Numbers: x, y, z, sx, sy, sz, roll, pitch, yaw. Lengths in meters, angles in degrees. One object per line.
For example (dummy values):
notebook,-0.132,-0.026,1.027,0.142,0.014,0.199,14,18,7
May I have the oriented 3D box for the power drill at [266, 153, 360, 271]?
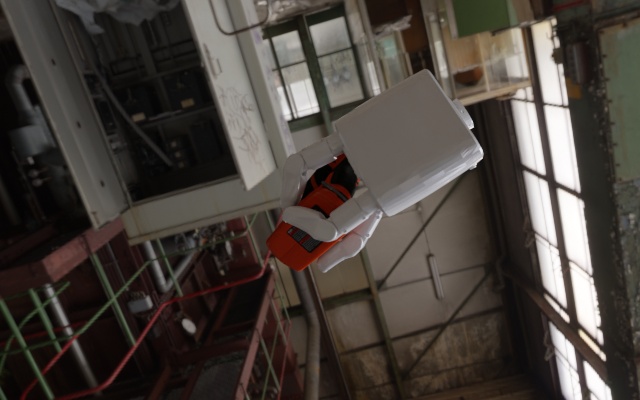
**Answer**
power drill,0.000,0.002,0.581,0.184,0.057,0.187,-46,9,30
